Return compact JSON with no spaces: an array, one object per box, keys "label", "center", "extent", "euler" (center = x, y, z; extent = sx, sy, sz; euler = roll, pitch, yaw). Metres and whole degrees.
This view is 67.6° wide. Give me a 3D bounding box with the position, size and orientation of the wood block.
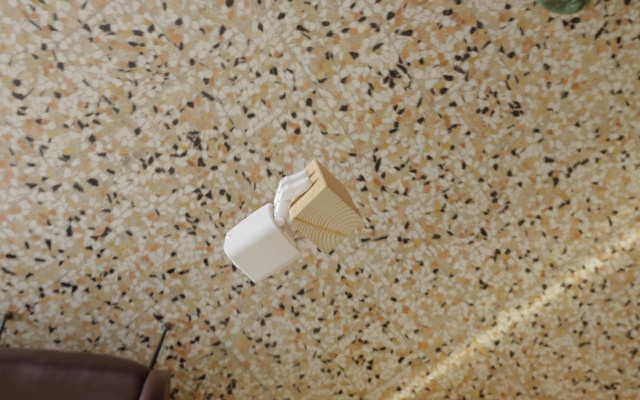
[{"label":"wood block","center":[0.000,0.003,0.887],"extent":[0.091,0.090,0.206],"euler":[43,9,-17]}]
